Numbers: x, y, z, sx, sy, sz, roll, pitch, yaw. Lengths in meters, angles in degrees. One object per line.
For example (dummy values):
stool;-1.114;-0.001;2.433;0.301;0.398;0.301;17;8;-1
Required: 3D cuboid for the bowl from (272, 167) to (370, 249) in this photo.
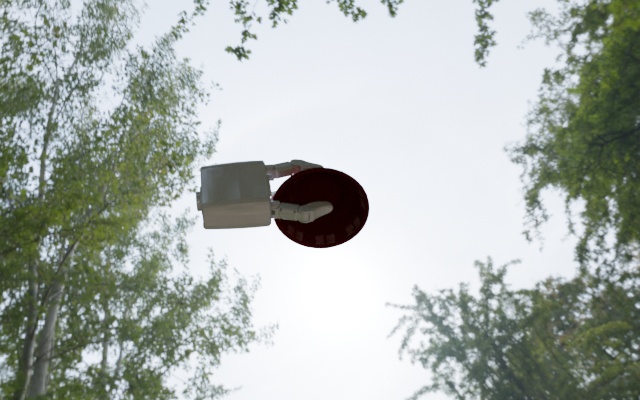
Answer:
bowl;0.001;0.003;0.806;0.162;0.162;0.055;0;33;-1
